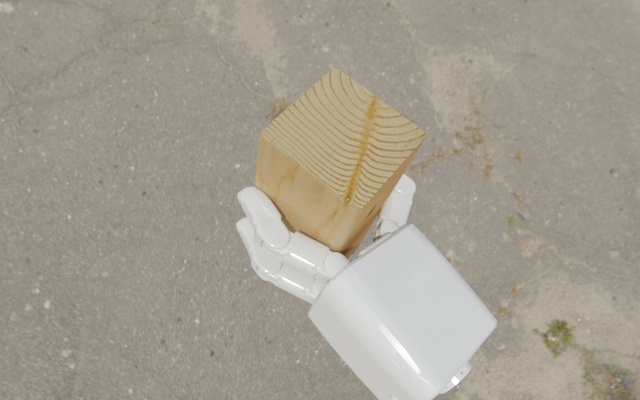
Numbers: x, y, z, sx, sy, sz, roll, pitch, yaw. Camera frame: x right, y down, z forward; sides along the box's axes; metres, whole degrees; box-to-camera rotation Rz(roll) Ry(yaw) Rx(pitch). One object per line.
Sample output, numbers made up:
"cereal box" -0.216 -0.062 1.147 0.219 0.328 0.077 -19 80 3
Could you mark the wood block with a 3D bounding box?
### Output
"wood block" 0.001 0.001 0.423 0.090 0.090 0.206 38 -29 10
